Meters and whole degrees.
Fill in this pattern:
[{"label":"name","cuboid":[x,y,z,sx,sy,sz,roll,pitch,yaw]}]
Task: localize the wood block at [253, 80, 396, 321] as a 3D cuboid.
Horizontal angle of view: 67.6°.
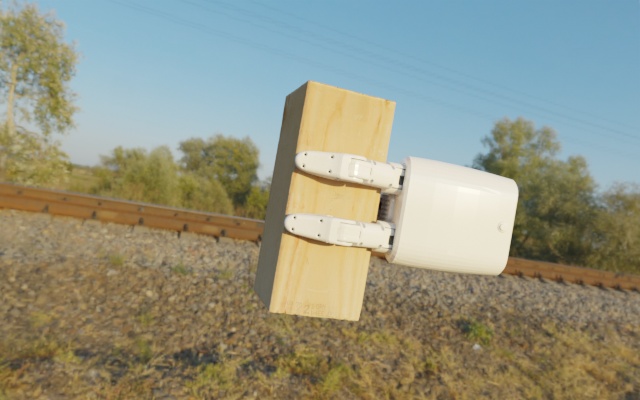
[{"label":"wood block","cuboid":[0.000,0.001,0.471,0.090,0.206,0.091,10,0,-17]}]
